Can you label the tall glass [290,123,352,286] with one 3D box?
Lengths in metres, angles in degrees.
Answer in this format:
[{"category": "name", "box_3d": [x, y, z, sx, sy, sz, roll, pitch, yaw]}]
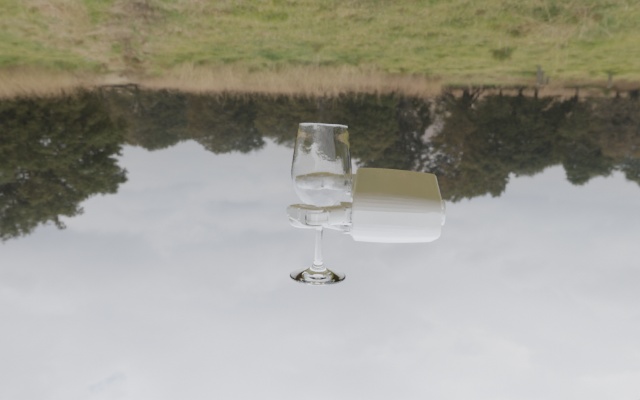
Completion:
[{"category": "tall glass", "box_3d": [0.000, 0.003, 0.614, 0.079, 0.201, 0.079, 2, 9, 0]}]
